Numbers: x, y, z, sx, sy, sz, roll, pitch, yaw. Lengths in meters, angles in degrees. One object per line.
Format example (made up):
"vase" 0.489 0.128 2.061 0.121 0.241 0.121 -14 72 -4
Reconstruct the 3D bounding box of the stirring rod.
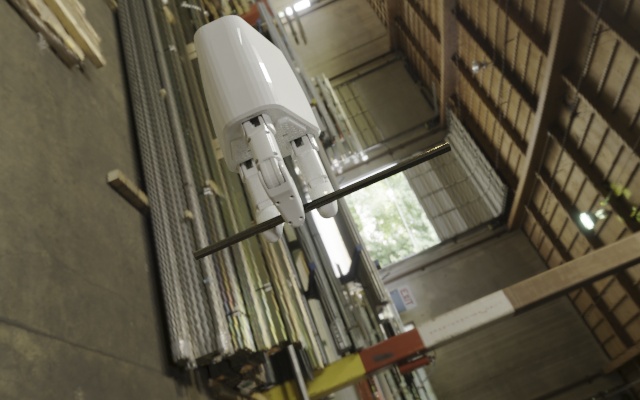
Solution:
"stirring rod" 0.000 0.001 0.415 0.239 0.011 0.011 -23 -1 3
